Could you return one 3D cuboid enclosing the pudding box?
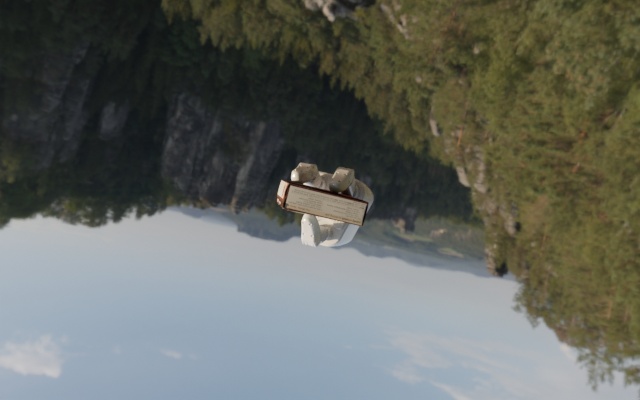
[{"bbox_3d":[0.000,0.002,0.658,0.113,0.039,0.090,11,2,-11],"label":"pudding box"}]
